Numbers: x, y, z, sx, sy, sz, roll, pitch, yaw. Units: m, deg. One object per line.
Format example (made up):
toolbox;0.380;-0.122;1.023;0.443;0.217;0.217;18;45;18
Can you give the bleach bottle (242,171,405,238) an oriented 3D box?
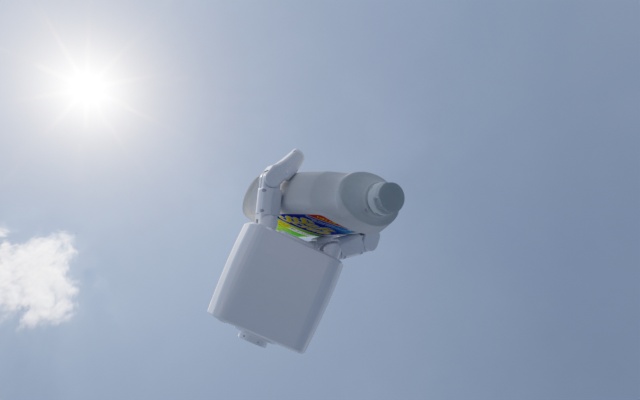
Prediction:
bleach bottle;0.000;0.002;0.536;0.102;0.068;0.251;28;-16;-23
